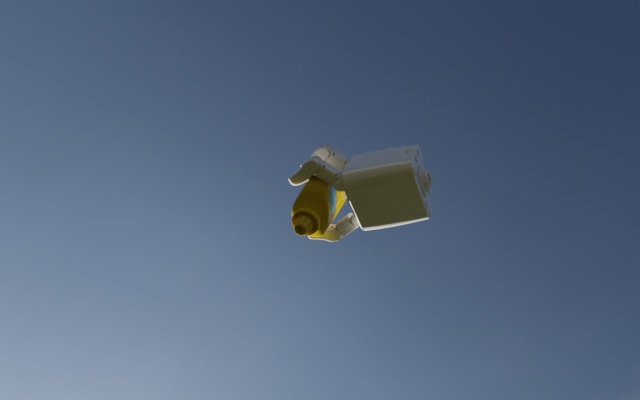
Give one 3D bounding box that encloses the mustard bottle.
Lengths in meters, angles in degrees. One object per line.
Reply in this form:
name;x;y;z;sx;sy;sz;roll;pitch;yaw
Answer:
mustard bottle;0.000;0.002;0.746;0.058;0.096;0.191;13;28;12
